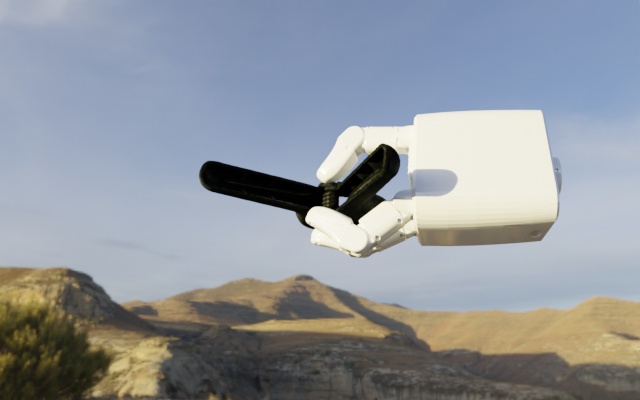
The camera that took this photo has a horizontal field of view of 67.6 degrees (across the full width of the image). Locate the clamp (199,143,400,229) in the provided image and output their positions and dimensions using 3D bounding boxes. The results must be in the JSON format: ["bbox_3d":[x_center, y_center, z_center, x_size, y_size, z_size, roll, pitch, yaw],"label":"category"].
[{"bbox_3d":[0.000,0.001,0.444,0.164,0.036,0.210,0,-18,15],"label":"clamp"}]
